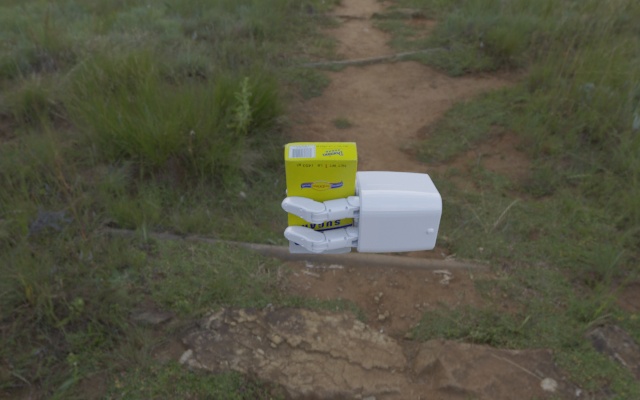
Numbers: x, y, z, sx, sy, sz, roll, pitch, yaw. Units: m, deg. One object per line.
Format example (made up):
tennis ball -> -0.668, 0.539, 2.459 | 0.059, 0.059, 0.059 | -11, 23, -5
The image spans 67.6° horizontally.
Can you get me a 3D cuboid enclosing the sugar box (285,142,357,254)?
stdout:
sugar box -> 0.000, 0.002, 0.663 | 0.093, 0.176, 0.048 | 0, 40, 1
